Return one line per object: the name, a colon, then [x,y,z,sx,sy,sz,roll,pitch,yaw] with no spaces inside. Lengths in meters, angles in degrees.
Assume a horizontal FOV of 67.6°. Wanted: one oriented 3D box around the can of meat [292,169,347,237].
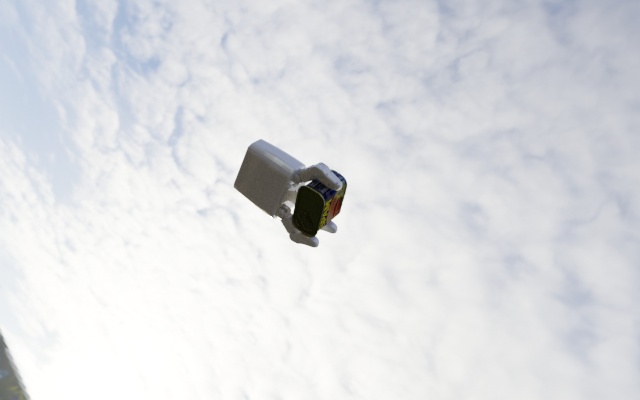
can of meat: [0.000,0.003,0.865,0.057,0.102,0.084,31,42,20]
